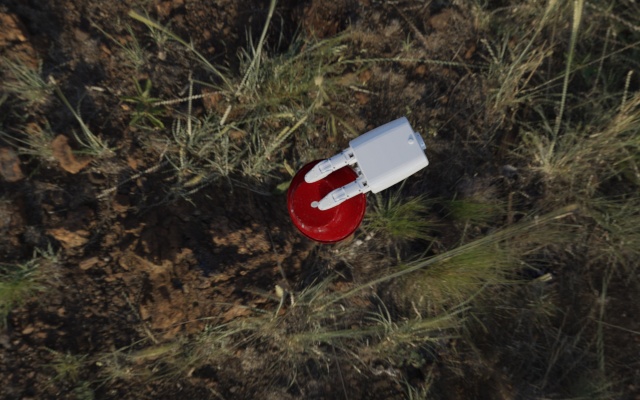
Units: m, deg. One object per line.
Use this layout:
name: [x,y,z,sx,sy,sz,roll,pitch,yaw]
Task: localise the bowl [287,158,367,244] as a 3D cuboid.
bowl: [-0.001,0.004,0.883,0.162,0.162,0.055,0,4,22]
